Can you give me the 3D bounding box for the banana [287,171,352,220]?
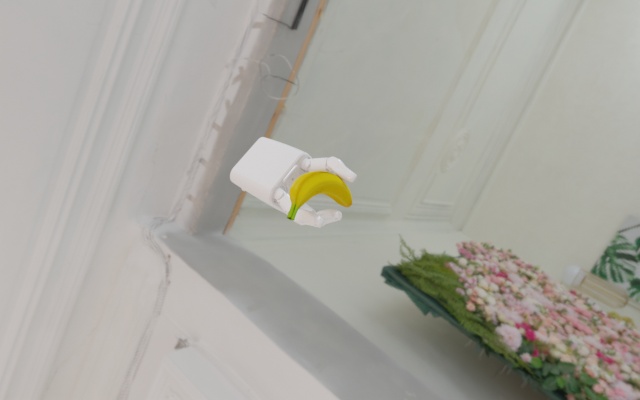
[{"bbox_3d":[0.002,-0.015,0.781,0.037,0.070,0.198,19,15,29],"label":"banana"}]
